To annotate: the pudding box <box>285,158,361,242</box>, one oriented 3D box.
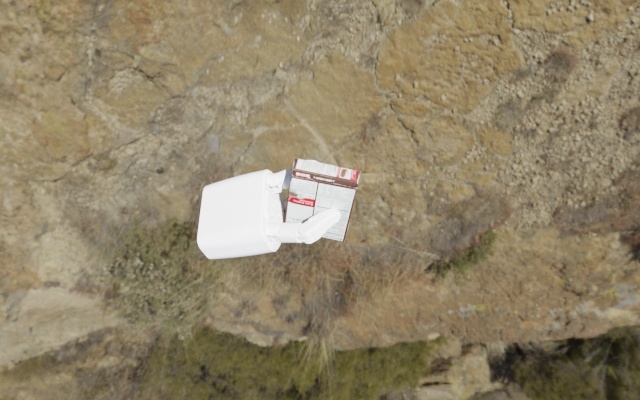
[{"bbox_3d":[0.000,0.002,0.650,0.090,0.039,0.114,11,-43,0],"label":"pudding box"}]
